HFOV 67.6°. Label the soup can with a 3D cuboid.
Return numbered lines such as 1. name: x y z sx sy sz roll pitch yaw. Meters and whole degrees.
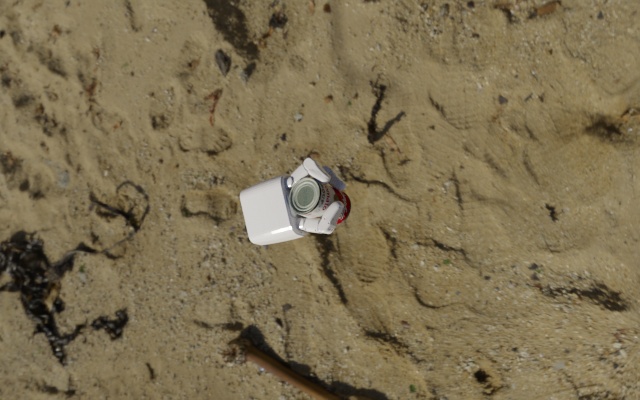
1. soup can: 0.000 0.003 0.852 0.068 0.068 0.102 0 -13 35
